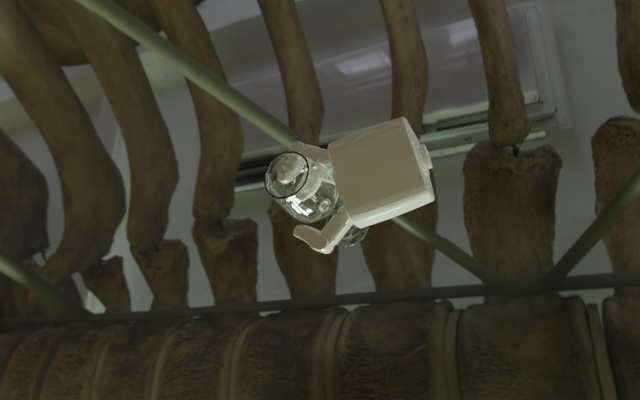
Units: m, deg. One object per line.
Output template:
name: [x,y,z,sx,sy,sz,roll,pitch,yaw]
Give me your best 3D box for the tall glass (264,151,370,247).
tall glass: [0.000,0.002,0.655,0.079,0.079,0.201,0,-19,27]
